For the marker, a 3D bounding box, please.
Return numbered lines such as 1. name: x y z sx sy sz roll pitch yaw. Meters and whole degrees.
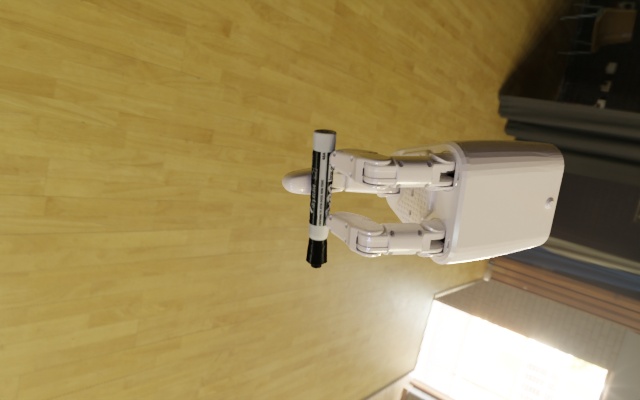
1. marker: 0.000 0.001 0.403 0.020 0.121 0.020 3 19 -1
